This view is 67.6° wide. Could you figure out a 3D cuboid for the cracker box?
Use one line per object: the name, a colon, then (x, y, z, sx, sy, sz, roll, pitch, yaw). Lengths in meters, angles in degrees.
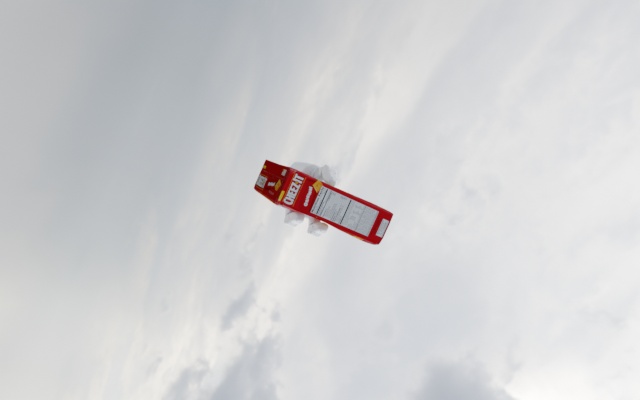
cracker box: (0.000, 0.003, 0.876, 0.214, 0.072, 0.164, 23, 0, -22)
